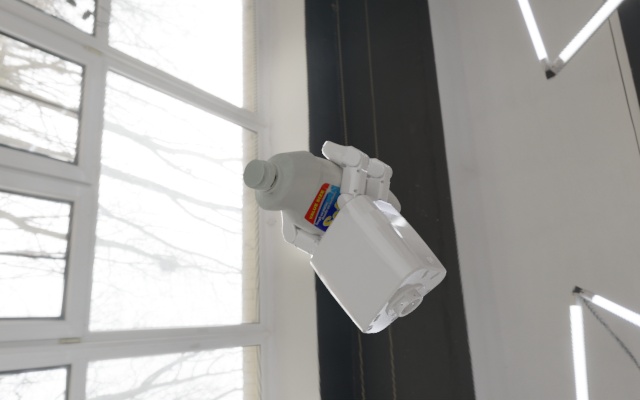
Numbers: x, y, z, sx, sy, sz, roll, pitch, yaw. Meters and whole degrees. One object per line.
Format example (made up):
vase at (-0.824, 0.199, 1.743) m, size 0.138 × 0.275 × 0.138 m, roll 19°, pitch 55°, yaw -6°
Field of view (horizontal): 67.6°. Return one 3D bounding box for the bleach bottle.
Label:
bleach bottle at (0.000, 0.002, 0.573) m, size 0.251 × 0.102 × 0.068 m, roll 17°, pitch 28°, yaw -53°
